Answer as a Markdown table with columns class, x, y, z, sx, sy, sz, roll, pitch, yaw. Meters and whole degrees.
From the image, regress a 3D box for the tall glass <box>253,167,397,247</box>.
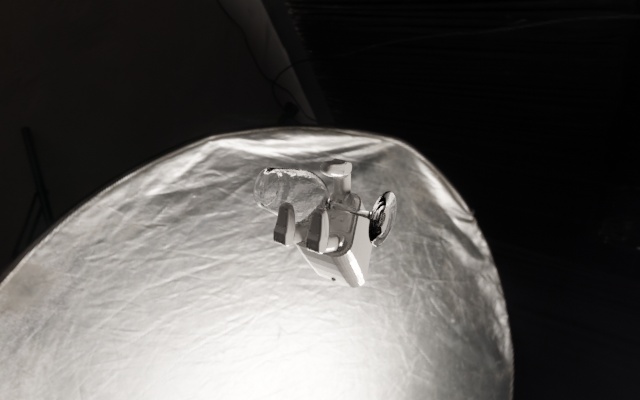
| class | x | y | z | sx | sy | sz | roll | pitch | yaw |
| --- | --- | --- | --- | --- | --- | --- | --- | --- | --- |
| tall glass | 0.001 | 0.002 | 0.671 | 0.201 | 0.079 | 0.079 | 16 | 8 | 31 |
